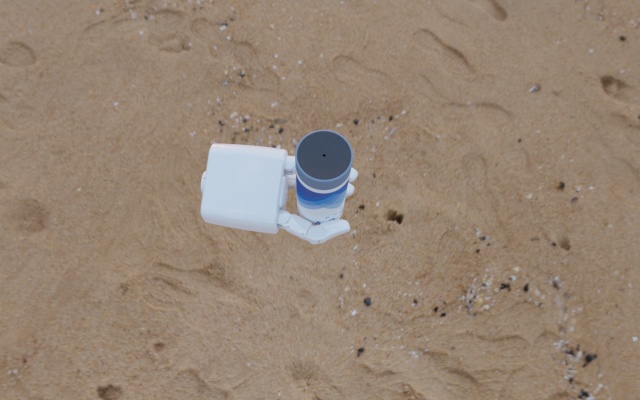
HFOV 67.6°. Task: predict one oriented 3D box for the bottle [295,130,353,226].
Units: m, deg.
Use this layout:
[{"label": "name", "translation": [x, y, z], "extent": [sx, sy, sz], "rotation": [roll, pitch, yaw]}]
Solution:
[{"label": "bottle", "translation": [0.000, 0.002, 0.677], "extent": [0.069, 0.069, 0.296], "rotation": [0, -21, -2]}]
